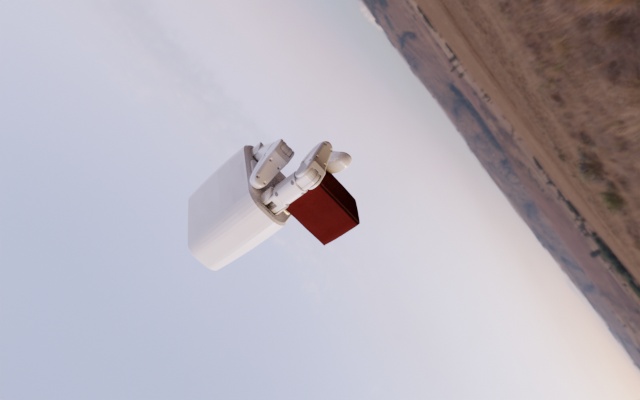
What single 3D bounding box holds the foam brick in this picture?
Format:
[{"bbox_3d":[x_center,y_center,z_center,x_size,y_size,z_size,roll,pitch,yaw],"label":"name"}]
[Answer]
[{"bbox_3d":[0.000,0.002,0.547,0.051,0.078,0.053,-36,24,19],"label":"foam brick"}]
